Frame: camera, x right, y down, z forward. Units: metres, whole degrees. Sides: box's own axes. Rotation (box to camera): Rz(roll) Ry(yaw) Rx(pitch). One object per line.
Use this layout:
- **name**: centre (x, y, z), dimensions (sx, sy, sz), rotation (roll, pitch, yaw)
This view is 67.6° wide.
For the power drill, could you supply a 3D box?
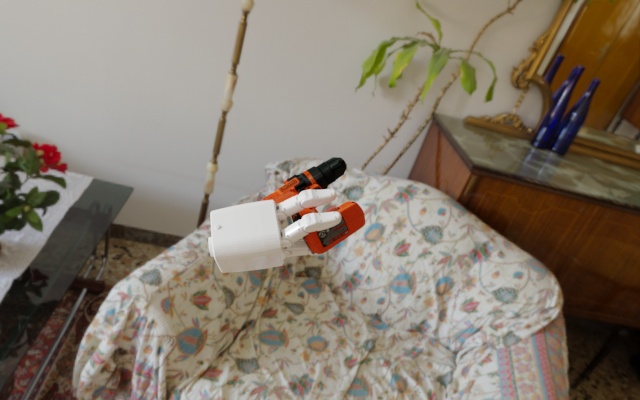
- **power drill**: centre (0.000, 0.003, 0.839), dimensions (0.184, 0.057, 0.187), rotation (-34, 34, -10)
